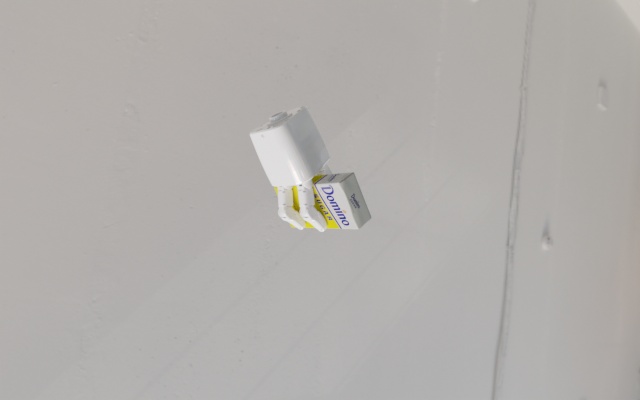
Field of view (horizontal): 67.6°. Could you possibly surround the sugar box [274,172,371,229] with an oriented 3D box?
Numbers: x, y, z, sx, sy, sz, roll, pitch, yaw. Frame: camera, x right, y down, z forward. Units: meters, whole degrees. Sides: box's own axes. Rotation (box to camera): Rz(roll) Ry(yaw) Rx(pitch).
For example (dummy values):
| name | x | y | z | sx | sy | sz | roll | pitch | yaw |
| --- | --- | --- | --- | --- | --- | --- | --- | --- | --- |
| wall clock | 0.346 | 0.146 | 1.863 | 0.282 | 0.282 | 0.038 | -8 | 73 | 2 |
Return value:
| name | x | y | z | sx | sy | sz | roll | pitch | yaw |
| --- | --- | --- | --- | --- | --- | --- | --- | --- | --- |
| sugar box | 0.000 | 0.003 | 0.860 | 0.176 | 0.093 | 0.048 | -1 | 29 | 48 |
